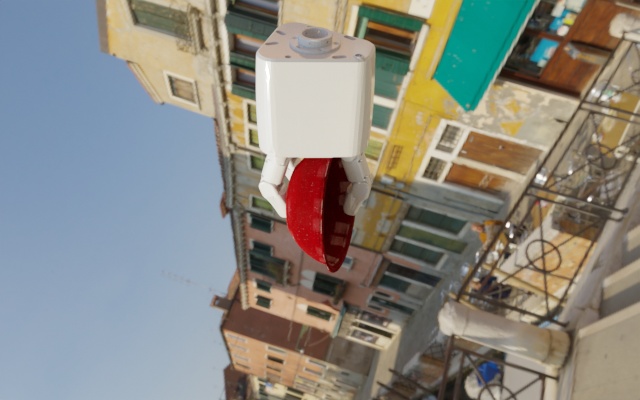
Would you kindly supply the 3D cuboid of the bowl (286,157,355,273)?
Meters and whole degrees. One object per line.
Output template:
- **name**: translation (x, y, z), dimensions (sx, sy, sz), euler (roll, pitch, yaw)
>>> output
- **bowl**: translation (0.000, 0.003, 0.568), dimensions (0.055, 0.162, 0.162), euler (4, 1, 16)
